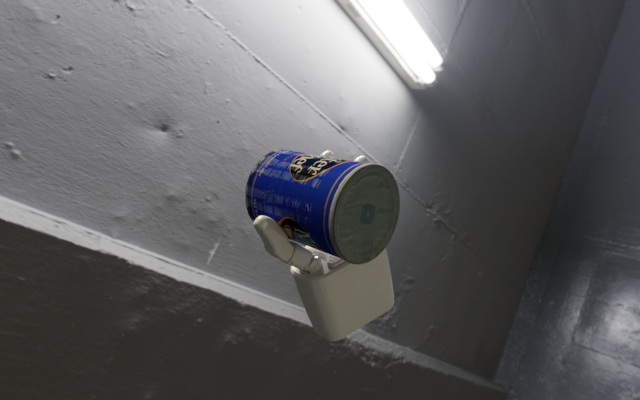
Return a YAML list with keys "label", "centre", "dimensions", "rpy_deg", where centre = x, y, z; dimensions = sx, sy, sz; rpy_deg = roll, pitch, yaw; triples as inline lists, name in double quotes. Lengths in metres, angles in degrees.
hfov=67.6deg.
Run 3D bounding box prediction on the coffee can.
- label: "coffee can"
  centre: [0.000, 0.002, 0.524]
  dimensions: [0.103, 0.103, 0.140]
  rpy_deg: [0, 11, -45]
